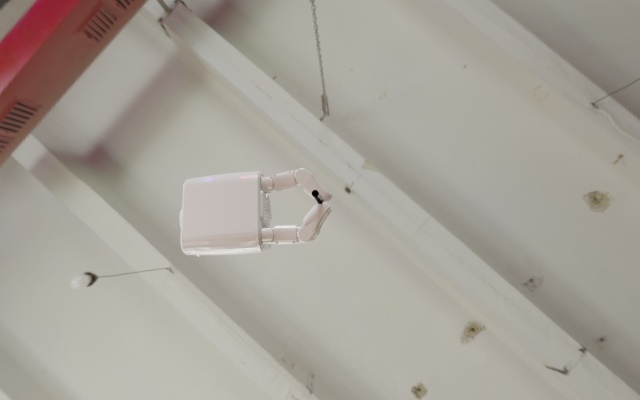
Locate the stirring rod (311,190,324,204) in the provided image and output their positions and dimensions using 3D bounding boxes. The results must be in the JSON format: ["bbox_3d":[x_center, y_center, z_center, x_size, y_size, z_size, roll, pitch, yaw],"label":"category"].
[{"bbox_3d":[0.000,0.002,0.634,0.011,0.011,0.239,0,-5,3],"label":"stirring rod"}]
